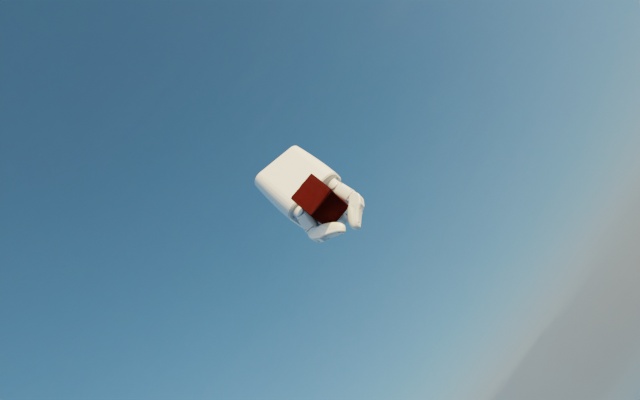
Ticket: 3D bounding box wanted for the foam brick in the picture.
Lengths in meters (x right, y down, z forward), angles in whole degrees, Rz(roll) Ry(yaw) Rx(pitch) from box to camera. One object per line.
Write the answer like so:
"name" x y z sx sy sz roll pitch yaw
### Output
"foam brick" 0.000 0.002 0.762 0.051 0.053 0.078 41 0 31
